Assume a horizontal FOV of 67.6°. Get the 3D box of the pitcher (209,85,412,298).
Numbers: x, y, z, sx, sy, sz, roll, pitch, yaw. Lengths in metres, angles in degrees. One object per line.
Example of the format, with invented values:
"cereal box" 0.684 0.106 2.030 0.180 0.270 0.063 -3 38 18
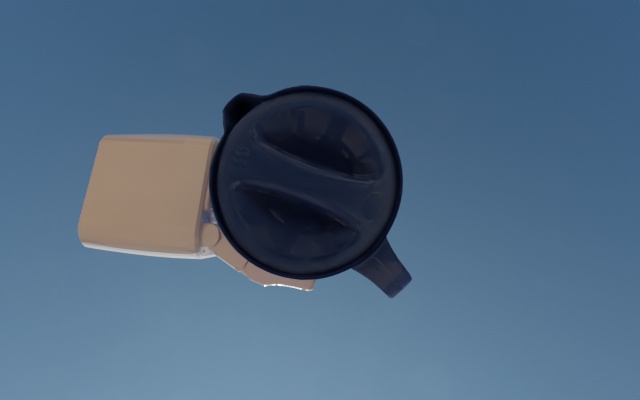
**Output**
"pitcher" 0.000 0.001 0.438 0.145 0.149 0.243 1 -3 2
